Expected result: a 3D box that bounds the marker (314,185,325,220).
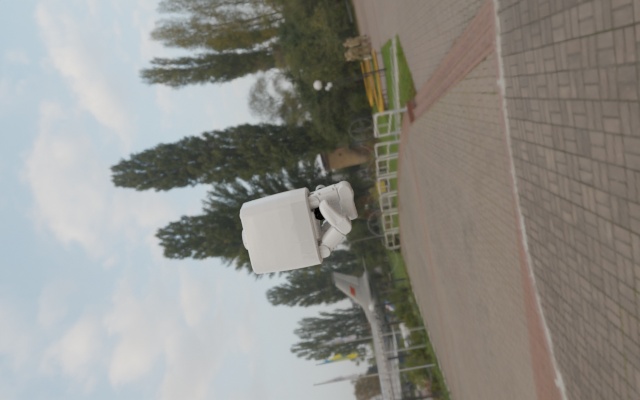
[{"bbox_3d":[0.000,0.002,0.765,0.020,0.020,0.121,0,20,1],"label":"marker"}]
